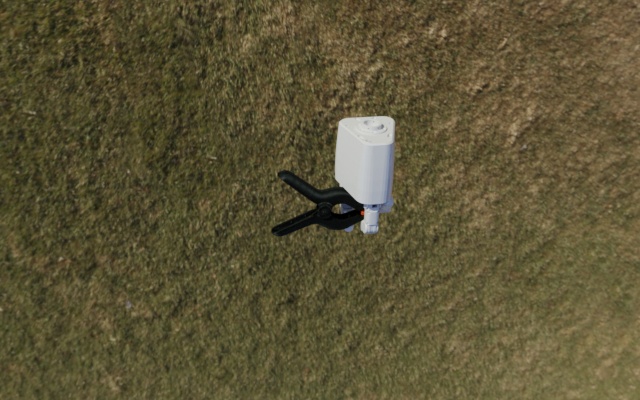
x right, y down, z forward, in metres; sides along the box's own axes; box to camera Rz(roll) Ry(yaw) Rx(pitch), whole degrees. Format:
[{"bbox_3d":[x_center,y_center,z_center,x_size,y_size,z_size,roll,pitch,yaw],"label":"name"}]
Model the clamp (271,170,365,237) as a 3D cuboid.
[{"bbox_3d":[0.000,0.003,0.802,0.171,0.120,0.039,-4,33,-7],"label":"clamp"}]
